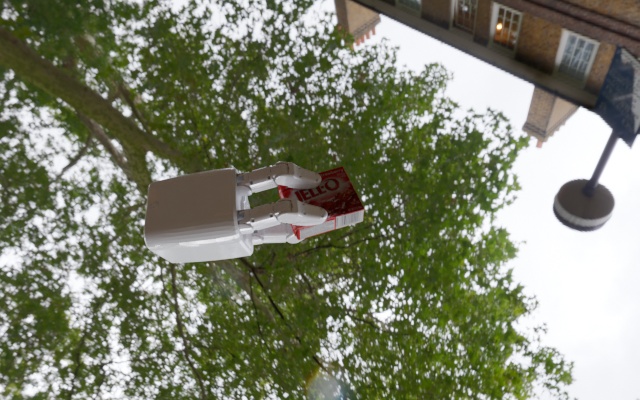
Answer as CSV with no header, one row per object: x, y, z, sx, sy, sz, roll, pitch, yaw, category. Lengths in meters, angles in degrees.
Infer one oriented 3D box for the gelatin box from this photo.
0.000,0.002,0.592,0.089,0.073,0.030,-15,-36,-13,gelatin box
